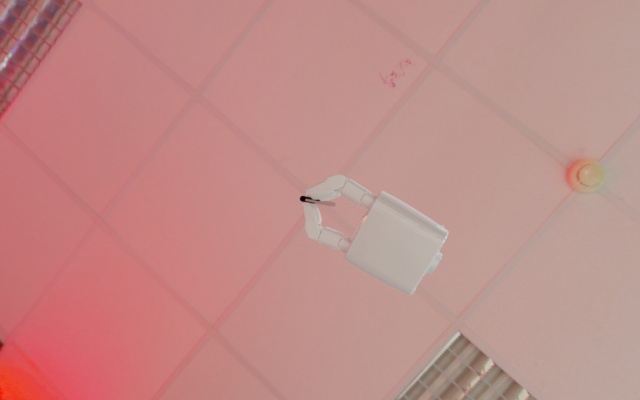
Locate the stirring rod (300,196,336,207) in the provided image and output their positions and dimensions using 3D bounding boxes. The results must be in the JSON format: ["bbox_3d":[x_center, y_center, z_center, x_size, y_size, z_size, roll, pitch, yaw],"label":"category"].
[{"bbox_3d":[0.000,0.002,0.732,0.011,0.011,0.239,0,-2,11],"label":"stirring rod"}]
